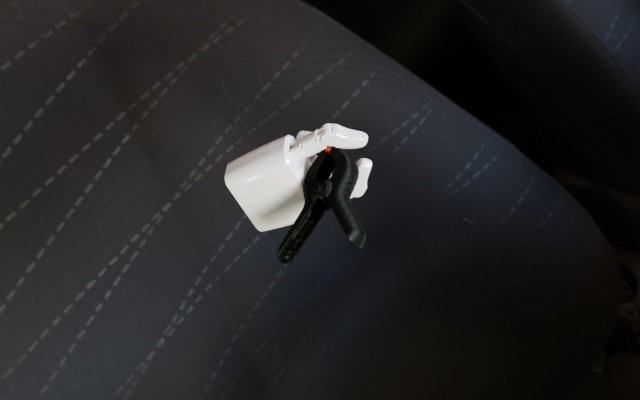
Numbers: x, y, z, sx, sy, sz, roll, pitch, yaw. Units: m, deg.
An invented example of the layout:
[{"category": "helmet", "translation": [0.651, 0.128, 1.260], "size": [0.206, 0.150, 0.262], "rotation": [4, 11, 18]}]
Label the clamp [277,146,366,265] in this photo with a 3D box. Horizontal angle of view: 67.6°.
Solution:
[{"category": "clamp", "translation": [0.000, 0.001, 0.588], "size": [0.120, 0.171, 0.039], "rotation": [-19, -46, 24]}]
